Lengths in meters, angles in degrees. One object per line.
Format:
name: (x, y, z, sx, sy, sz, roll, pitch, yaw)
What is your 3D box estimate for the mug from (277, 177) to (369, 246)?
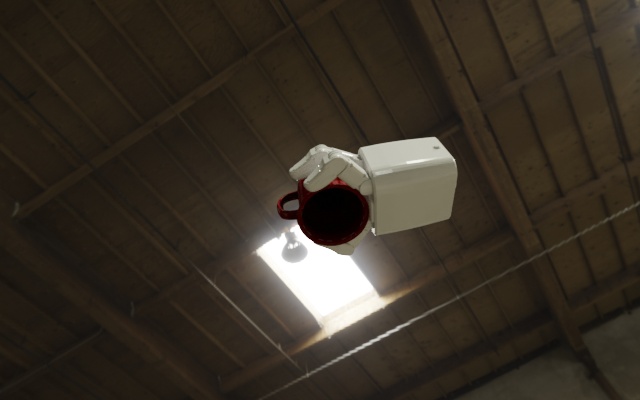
mug: (-0.001, 0.002, 0.638, 0.117, 0.093, 0.081, -10, 31, -2)
